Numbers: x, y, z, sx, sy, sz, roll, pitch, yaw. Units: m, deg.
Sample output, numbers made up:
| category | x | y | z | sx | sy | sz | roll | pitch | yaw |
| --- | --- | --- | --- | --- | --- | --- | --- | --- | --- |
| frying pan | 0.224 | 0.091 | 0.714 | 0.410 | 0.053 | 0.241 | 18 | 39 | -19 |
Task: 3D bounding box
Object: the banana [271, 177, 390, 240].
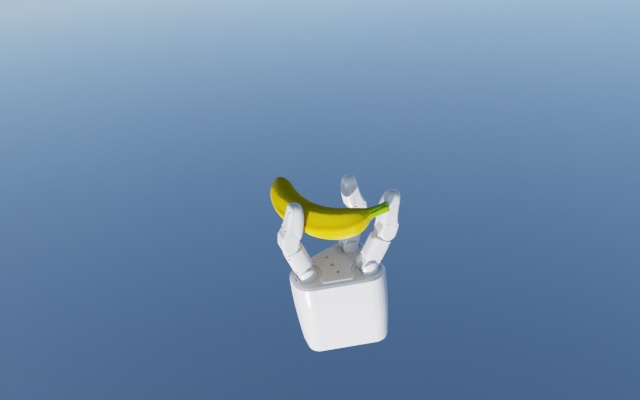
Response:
| category | x | y | z | sx | sy | sz | roll | pitch | yaw |
| --- | --- | --- | --- | --- | --- | --- | --- | --- | --- |
| banana | -0.011 | 0.011 | 0.588 | 0.197 | 0.037 | 0.069 | 17 | 39 | 43 |
